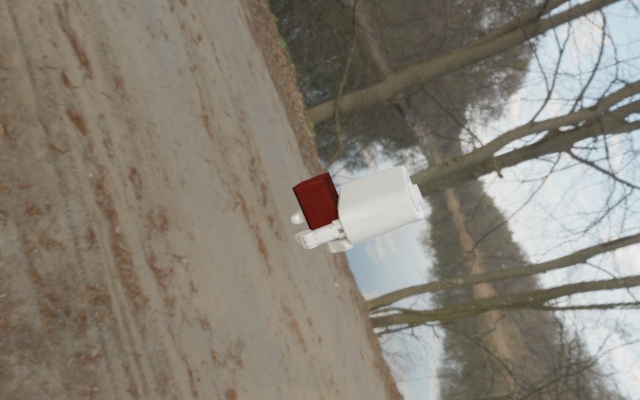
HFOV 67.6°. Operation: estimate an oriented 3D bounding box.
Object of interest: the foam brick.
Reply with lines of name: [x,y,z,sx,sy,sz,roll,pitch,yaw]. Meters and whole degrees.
foam brick: [0.000,0.002,0.733,0.051,0.078,0.053,-20,10,16]
